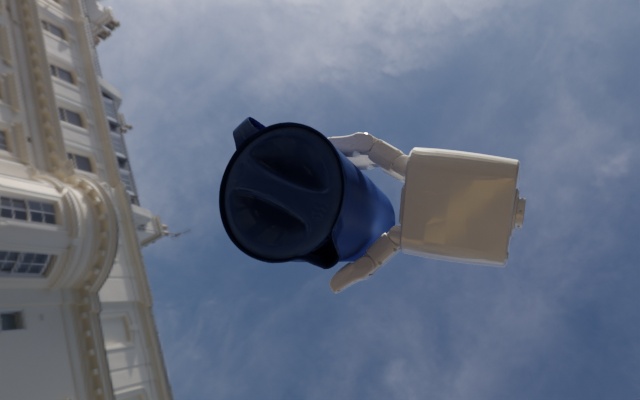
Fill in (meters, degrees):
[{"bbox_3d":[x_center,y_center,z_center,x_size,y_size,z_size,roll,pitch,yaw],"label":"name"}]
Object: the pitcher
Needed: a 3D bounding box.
[{"bbox_3d":[0.000,0.002,0.549,0.145,0.149,0.243,5,-8,24],"label":"pitcher"}]
